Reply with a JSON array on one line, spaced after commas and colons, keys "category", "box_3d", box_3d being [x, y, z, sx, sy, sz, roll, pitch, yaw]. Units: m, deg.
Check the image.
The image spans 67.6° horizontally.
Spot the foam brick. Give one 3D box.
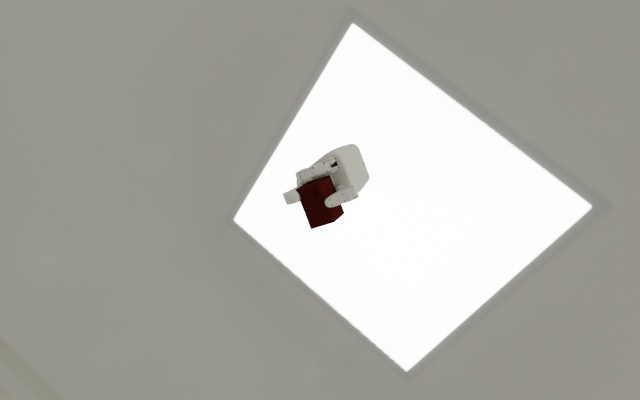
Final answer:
[{"category": "foam brick", "box_3d": [0.000, 0.003, 0.853, 0.053, 0.078, 0.051, -16, 10, 29]}]
